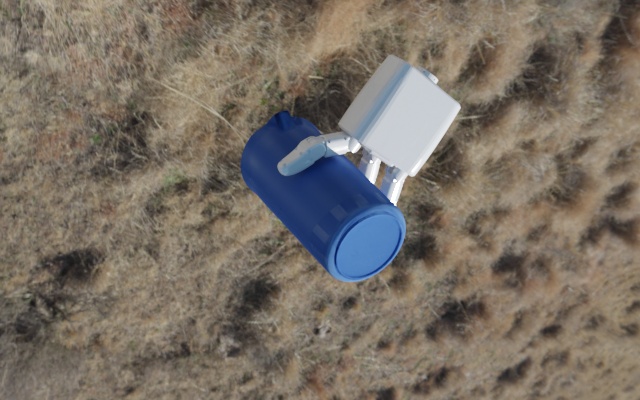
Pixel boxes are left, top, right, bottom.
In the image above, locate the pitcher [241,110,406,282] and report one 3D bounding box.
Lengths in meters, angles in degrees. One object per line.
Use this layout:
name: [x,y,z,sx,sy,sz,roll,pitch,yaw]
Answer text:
pitcher: [0.000,0.002,0.626,0.149,0.145,0.242,29,12,-41]
